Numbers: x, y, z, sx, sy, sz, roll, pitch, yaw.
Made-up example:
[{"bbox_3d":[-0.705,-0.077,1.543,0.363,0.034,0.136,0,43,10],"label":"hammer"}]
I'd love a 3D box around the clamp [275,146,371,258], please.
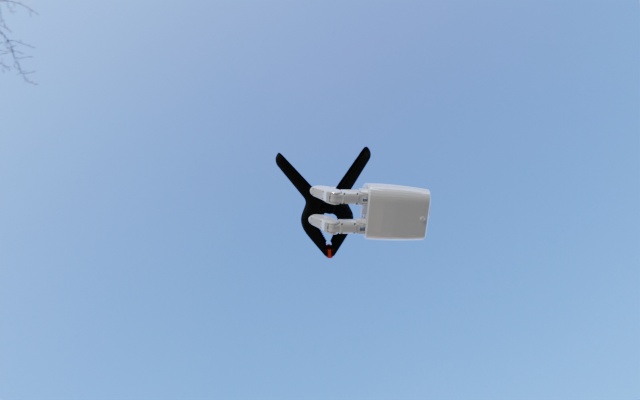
[{"bbox_3d":[0.000,0.003,0.856,0.164,0.210,0.036,3,20,-1],"label":"clamp"}]
